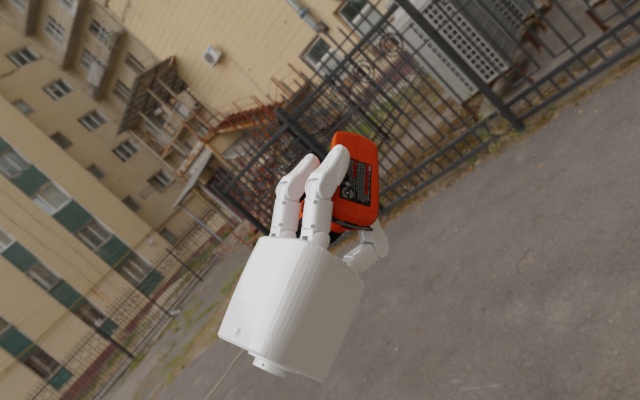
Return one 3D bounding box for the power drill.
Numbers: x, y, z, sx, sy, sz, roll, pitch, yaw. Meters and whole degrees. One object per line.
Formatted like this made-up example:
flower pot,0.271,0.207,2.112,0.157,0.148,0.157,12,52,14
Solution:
power drill,0.000,0.002,0.560,0.057,0.184,0.188,14,-32,-19
